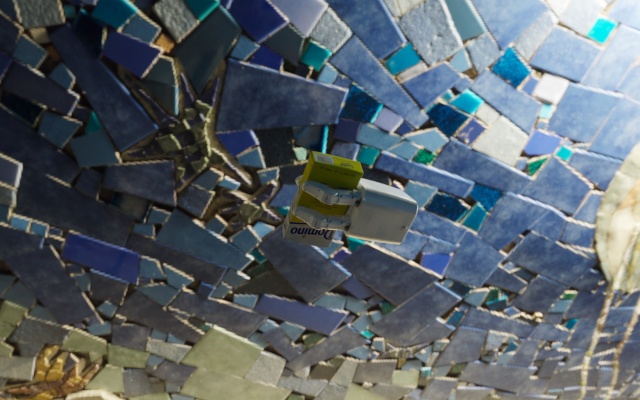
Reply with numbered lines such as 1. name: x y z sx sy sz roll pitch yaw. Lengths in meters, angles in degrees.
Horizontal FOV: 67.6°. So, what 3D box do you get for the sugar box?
1. sugar box: 0.000 0.003 0.854 0.093 0.176 0.048 12 31 -15
